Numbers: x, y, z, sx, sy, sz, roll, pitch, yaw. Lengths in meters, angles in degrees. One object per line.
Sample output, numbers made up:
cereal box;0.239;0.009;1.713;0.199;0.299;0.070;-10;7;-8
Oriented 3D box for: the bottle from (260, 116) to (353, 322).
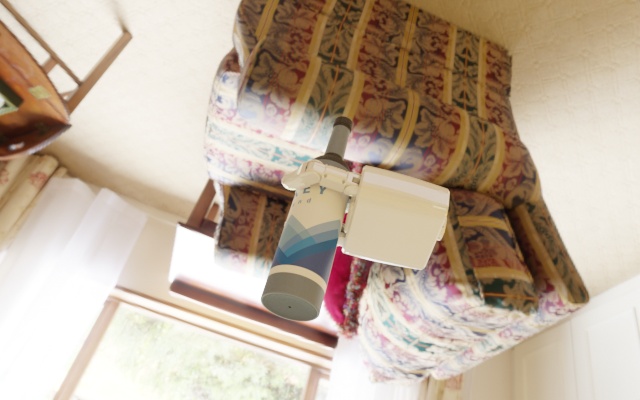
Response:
bottle;0.000;0.002;0.600;0.069;0.295;0.069;10;-37;8
